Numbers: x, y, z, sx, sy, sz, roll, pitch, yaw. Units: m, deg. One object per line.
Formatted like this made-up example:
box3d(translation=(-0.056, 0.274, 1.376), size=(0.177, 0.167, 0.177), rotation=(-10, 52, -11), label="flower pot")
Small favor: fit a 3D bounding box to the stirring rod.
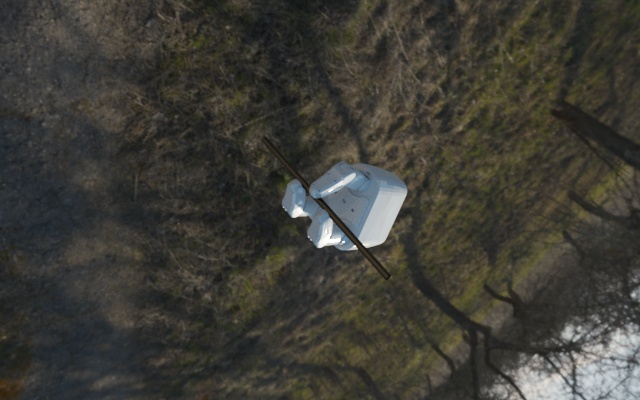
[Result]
box3d(translation=(0.000, 0.002, 0.564), size=(0.239, 0.011, 0.011), rotation=(48, 25, 25), label="stirring rod")
